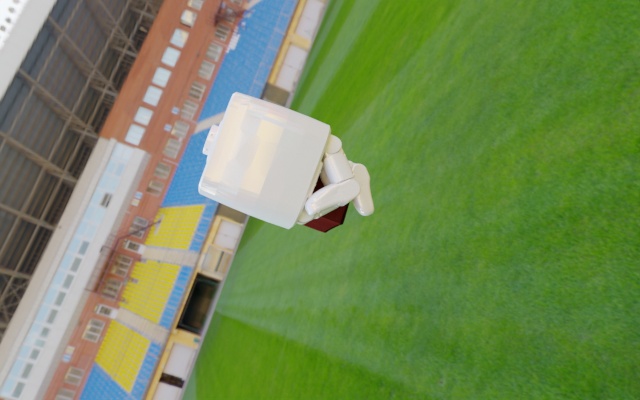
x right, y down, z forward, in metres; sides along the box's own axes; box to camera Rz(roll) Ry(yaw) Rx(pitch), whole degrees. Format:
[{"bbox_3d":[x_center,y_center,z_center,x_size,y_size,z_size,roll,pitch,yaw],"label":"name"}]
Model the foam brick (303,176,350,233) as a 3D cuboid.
[{"bbox_3d":[0.000,0.002,0.570,0.051,0.053,0.078,20,-16,-10],"label":"foam brick"}]
